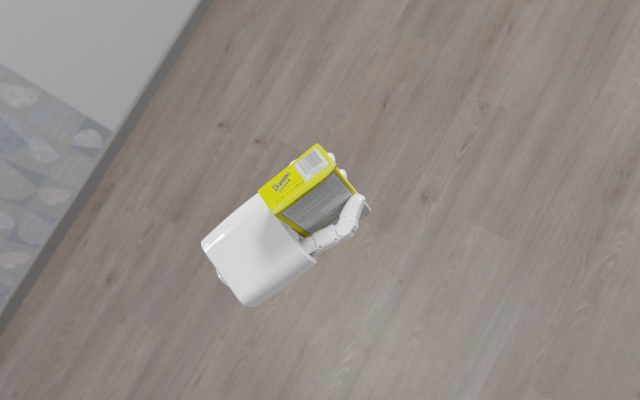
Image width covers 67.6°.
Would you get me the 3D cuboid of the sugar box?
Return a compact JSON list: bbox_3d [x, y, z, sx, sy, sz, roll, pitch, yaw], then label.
[{"bbox_3d":[0.000,0.002,0.622,0.093,0.048,0.176,-37,-24,4],"label":"sugar box"}]
